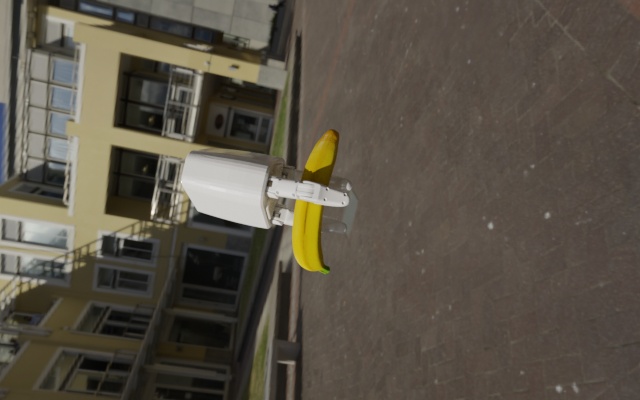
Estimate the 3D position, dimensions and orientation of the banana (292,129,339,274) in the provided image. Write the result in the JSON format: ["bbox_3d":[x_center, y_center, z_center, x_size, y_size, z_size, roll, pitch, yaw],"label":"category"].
[{"bbox_3d":[-0.008,0.009,0.607,0.037,0.198,0.069,12,17,21],"label":"banana"}]
